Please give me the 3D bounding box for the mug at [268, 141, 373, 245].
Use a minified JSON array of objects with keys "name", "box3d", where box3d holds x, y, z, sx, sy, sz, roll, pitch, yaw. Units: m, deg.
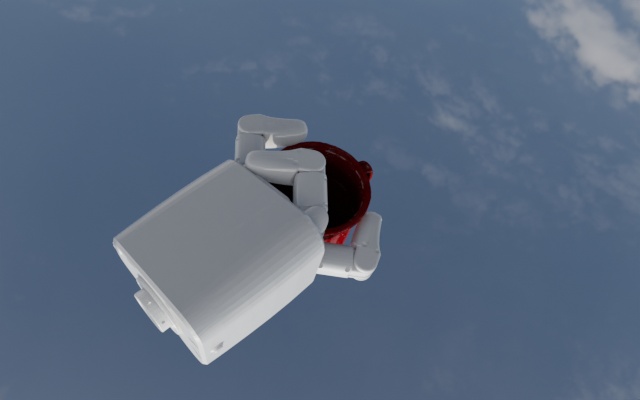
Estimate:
[{"name":"mug","box3d":[0.001,0.001,0.441,0.117,0.093,0.081,-34,-19,-26]}]
